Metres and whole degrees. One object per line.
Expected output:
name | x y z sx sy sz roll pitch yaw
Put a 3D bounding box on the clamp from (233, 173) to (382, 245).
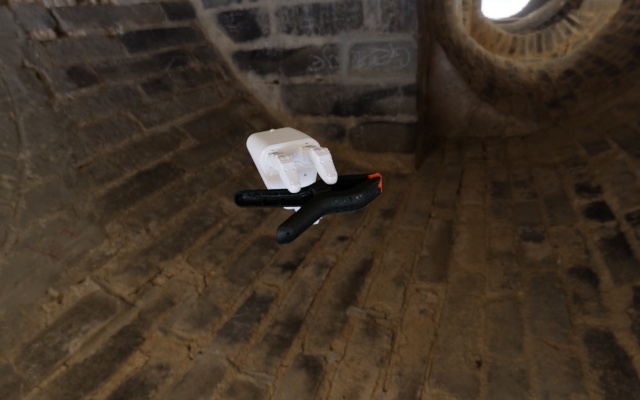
clamp | 0.001 0.003 0.656 0.210 0.036 0.164 -12 25 -19
